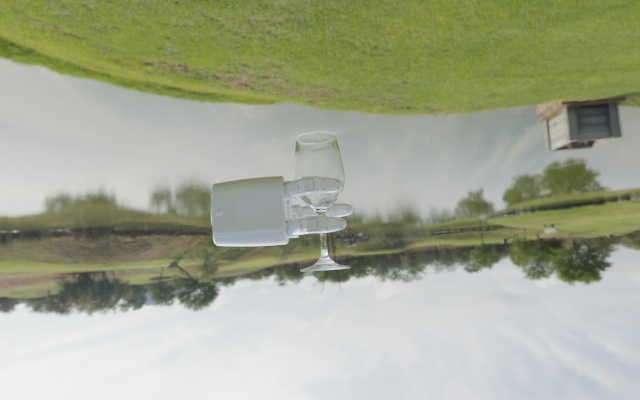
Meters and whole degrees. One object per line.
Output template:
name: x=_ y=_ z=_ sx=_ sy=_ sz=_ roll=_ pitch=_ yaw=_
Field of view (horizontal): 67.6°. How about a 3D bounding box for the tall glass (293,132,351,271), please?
tall glass: x=0.000 y=0.003 z=0.712 sx=0.079 sy=0.201 sz=0.079 roll=-4 pitch=-7 yaw=0
